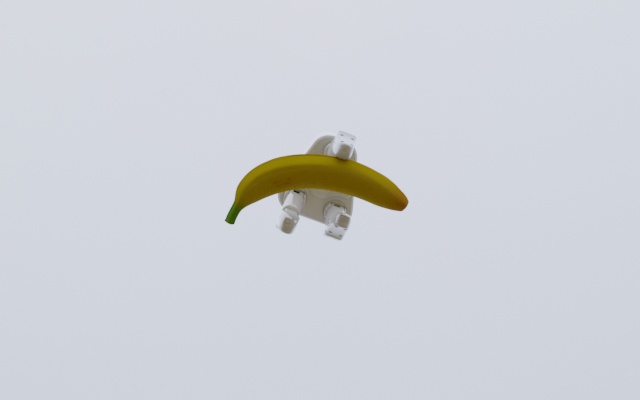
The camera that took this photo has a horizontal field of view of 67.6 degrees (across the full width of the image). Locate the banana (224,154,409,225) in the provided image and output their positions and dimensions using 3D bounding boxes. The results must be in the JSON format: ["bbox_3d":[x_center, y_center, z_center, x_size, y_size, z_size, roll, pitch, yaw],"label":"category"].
[{"bbox_3d":[-0.005,-0.017,0.515,0.198,0.069,0.037,-4,7,-2],"label":"banana"}]
